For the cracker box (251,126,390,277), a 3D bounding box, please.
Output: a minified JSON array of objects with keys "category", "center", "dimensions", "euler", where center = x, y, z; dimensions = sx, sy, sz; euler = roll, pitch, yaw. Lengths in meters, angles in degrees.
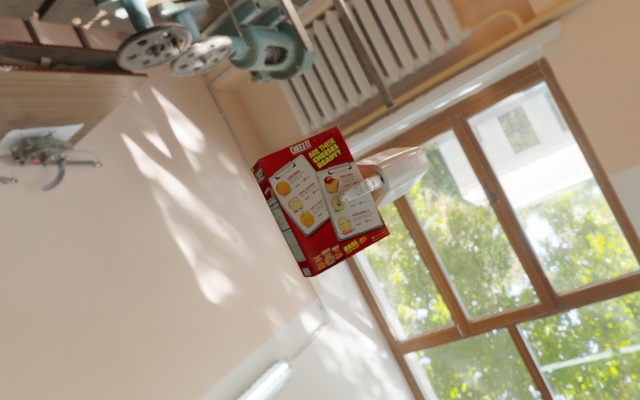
[{"category":"cracker box","center":[0.000,0.003,0.831],"dimensions":[0.164,0.213,0.072],"euler":[-26,-1,-24]}]
